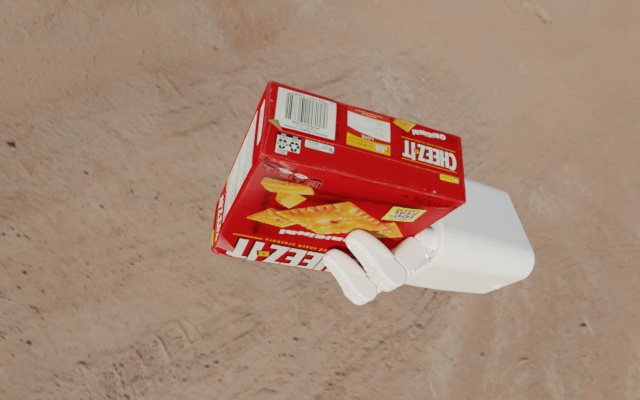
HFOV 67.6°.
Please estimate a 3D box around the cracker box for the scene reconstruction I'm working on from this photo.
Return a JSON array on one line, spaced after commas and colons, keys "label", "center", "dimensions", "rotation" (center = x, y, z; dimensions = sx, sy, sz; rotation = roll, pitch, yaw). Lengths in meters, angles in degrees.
[{"label": "cracker box", "center": [0.000, 0.001, 0.436], "dimensions": [0.164, 0.072, 0.214], "rotation": [13, -28, -17]}]
